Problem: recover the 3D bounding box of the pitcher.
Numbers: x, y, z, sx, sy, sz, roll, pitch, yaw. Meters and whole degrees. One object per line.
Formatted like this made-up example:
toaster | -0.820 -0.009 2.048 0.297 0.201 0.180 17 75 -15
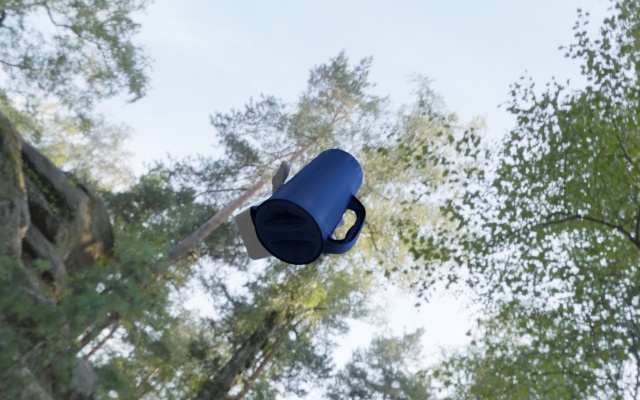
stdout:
pitcher | 0.000 0.003 0.882 0.145 0.149 0.242 -24 17 37
